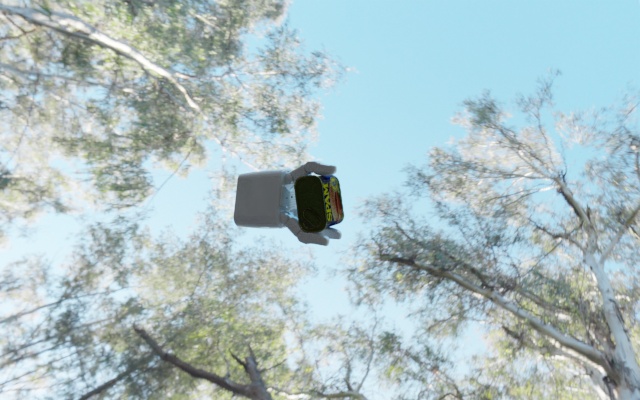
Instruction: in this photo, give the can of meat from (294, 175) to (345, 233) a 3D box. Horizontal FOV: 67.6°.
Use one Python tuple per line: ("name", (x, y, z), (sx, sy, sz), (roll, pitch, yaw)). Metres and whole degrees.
("can of meat", (0.000, 0.003, 0.880), (0.057, 0.102, 0.084), (-6, 2, 27))
